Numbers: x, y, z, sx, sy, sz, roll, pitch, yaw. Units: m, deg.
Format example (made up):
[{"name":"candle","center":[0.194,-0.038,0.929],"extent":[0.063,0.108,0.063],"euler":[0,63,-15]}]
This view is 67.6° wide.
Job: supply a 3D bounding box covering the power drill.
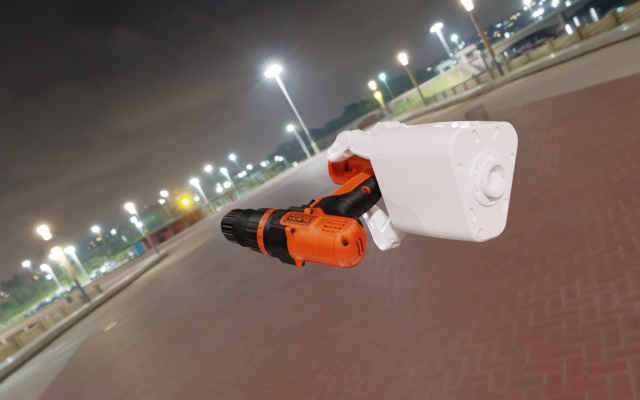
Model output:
[{"name":"power drill","center":[0.001,0.002,0.551],"extent":[0.184,0.057,0.187],"euler":[8,38,35]}]
